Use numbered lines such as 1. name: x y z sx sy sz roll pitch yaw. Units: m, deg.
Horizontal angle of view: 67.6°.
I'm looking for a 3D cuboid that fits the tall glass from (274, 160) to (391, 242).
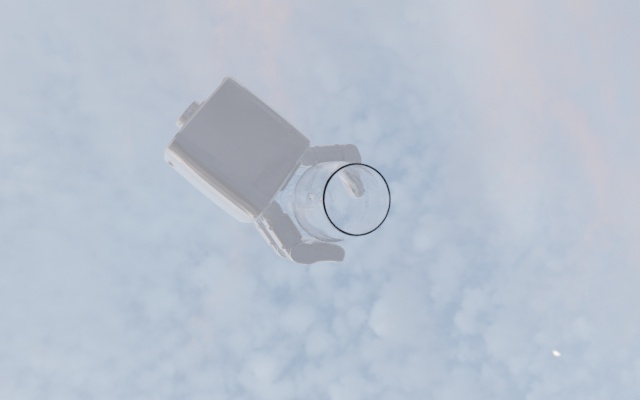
1. tall glass: 0.000 0.002 0.491 0.079 0.079 0.201 0 -1 -18
